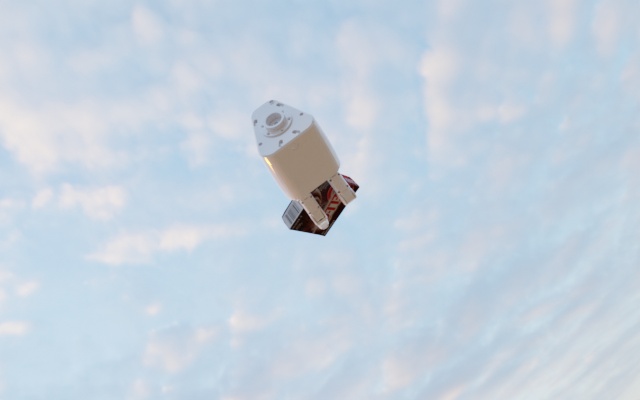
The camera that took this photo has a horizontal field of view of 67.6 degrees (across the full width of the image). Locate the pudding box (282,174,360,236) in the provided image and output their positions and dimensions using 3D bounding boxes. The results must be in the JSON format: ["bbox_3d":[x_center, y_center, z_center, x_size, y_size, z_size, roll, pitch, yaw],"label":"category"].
[{"bbox_3d":[0.000,0.003,0.800,0.090,0.113,0.039,15,27,-46],"label":"pudding box"}]
